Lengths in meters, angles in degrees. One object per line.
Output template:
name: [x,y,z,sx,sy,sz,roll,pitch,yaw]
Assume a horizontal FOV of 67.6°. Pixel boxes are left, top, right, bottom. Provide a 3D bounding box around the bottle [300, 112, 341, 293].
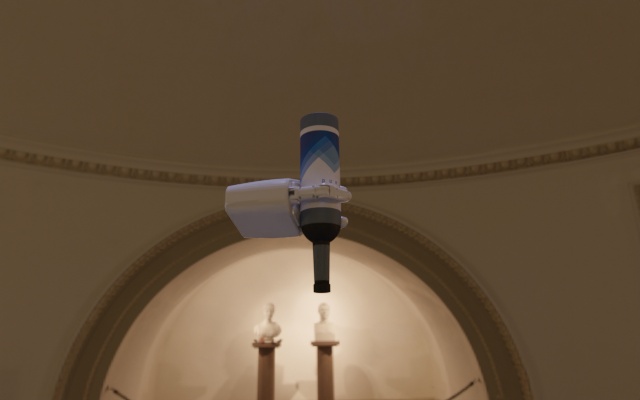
bottle: [0.000,0.002,0.785,0.069,0.295,0.069,-1,-17,0]
